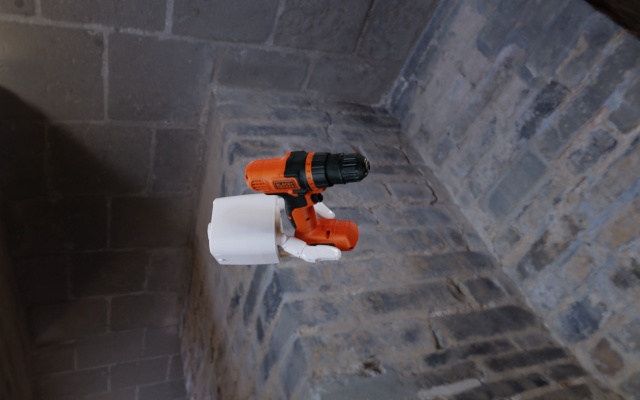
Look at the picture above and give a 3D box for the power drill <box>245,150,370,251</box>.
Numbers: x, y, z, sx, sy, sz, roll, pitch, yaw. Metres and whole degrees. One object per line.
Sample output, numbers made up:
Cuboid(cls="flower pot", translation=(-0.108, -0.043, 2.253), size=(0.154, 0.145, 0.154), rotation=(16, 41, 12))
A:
Cuboid(cls="power drill", translation=(0.000, 0.003, 0.721), size=(0.184, 0.057, 0.188), rotation=(-2, -43, 22))
